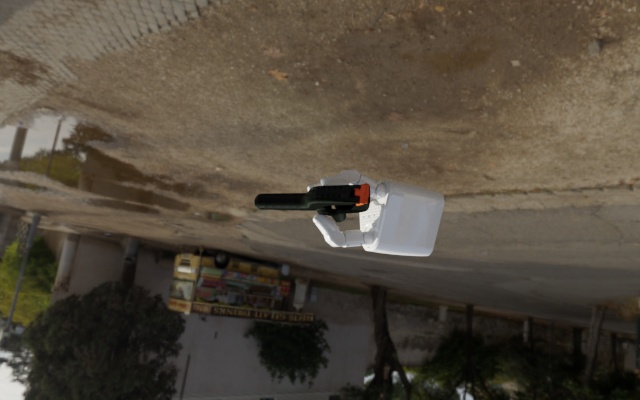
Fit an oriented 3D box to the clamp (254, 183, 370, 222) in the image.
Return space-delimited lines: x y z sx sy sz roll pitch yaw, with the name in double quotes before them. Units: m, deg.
"clamp" 0.000 0.003 0.712 0.164 0.036 0.210 8 -11 -21
